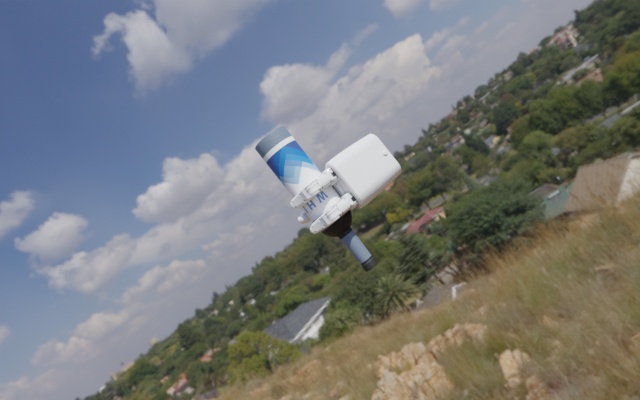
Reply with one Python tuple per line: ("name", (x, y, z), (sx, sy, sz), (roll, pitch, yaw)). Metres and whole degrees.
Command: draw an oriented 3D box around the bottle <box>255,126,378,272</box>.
("bottle", (0.000, 0.003, 0.849), (0.069, 0.295, 0.069), (-38, -2, -1))
